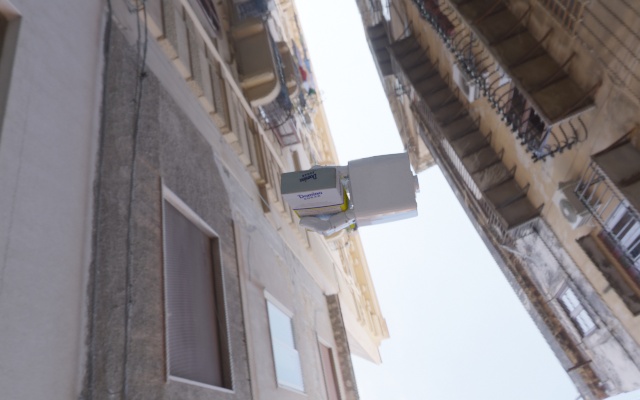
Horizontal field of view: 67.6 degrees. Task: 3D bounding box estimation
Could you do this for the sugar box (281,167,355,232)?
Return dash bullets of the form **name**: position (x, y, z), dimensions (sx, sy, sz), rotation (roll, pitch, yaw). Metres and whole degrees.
- **sugar box**: position (0.000, 0.002, 0.831), dimensions (0.093, 0.048, 0.176), rotation (-6, -28, 11)
